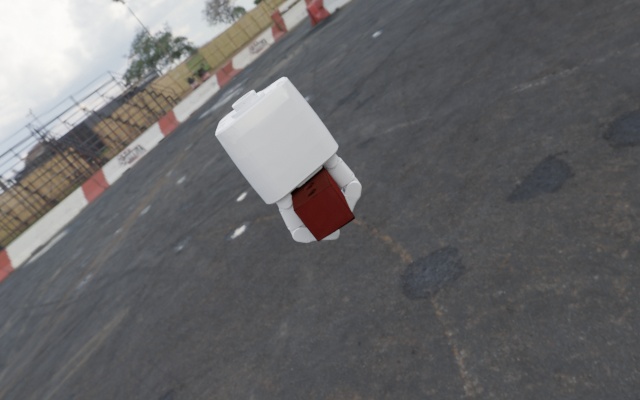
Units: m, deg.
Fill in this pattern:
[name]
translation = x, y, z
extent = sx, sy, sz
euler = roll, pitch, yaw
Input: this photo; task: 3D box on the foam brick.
[foam brick]
translation = 0.000, 0.002, 0.568
extent = 0.053, 0.051, 0.078
euler = -34, 21, 6
